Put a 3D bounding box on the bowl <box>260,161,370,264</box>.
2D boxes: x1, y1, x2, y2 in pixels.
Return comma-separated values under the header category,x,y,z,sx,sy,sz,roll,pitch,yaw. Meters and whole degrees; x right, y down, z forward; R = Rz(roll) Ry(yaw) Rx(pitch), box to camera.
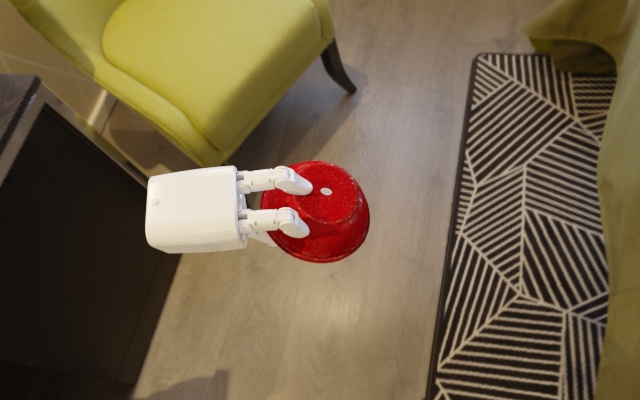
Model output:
category,x,y,z,sx,sy,sz,roll,pitch,yaw
bowl,0.001,0.002,0.658,0.162,0.162,0.055,0,-28,-16
